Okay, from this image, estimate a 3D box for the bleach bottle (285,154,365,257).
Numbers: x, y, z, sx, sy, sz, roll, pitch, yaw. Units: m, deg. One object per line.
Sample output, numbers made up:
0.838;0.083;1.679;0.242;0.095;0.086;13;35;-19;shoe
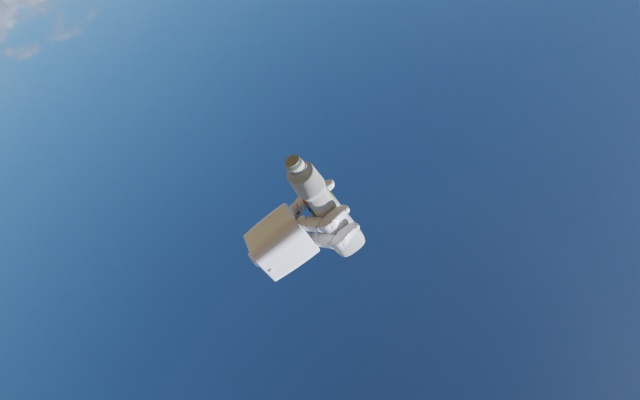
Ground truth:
0.000;0.003;0.895;0.102;0.068;0.251;50;-3;46;bleach bottle
